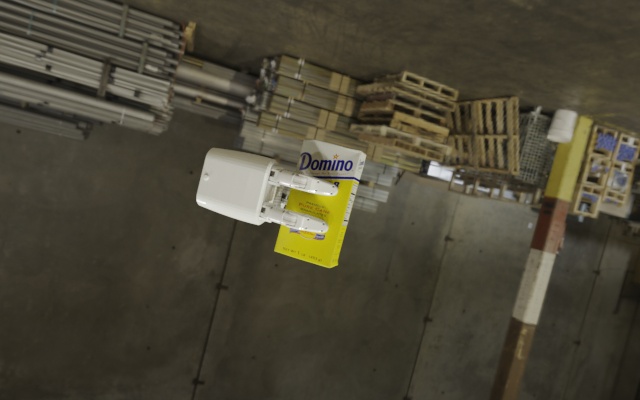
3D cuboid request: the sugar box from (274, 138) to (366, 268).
[{"bbox_3d":[0.000,0.002,0.710,0.093,0.176,0.048,14,3,16],"label":"sugar box"}]
